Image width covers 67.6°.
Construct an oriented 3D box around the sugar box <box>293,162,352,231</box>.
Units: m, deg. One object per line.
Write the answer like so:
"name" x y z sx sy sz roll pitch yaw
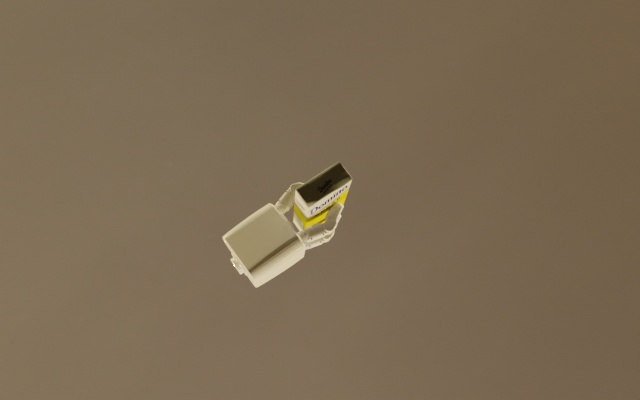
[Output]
"sugar box" 0.000 0.003 0.862 0.093 0.048 0.176 -33 -12 -14
